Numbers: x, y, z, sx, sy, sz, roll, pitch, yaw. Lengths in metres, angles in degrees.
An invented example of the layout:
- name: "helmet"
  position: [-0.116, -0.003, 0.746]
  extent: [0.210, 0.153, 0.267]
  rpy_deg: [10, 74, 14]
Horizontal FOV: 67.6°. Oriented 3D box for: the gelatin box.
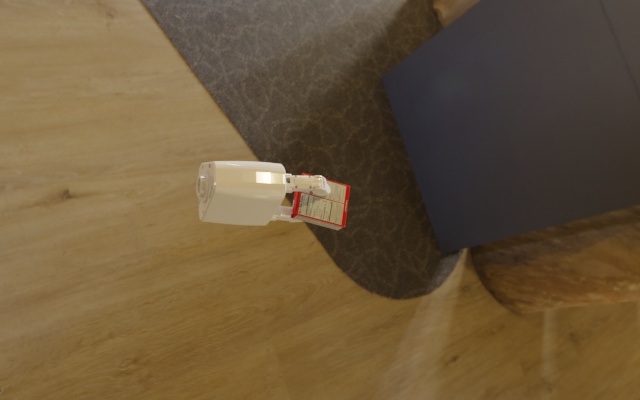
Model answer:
- name: "gelatin box"
  position: [0.001, 0.003, 0.781]
  extent: [0.089, 0.073, 0.030]
  rpy_deg: [15, -21, -18]
